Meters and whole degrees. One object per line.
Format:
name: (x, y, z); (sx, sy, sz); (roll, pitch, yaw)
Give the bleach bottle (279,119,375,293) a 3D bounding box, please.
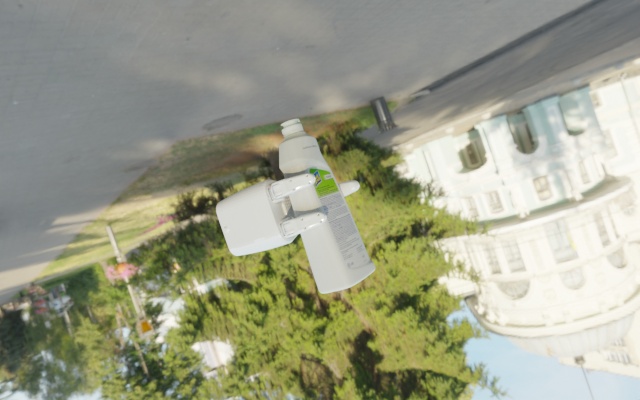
bleach bottle: (0.000, 0.002, 0.705); (0.068, 0.251, 0.102); (-19, 0, 31)
